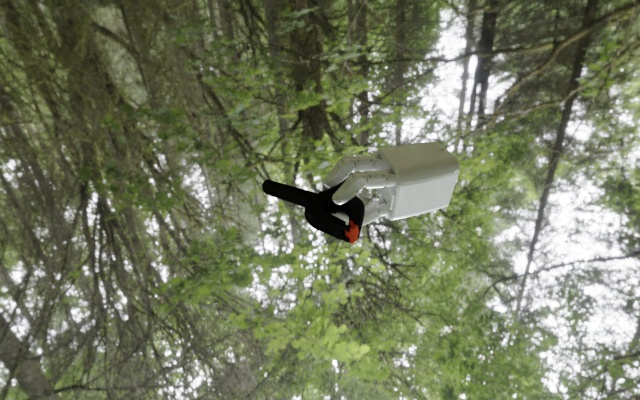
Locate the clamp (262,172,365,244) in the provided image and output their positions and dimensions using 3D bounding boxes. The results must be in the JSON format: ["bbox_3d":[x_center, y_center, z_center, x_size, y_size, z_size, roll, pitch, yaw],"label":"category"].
[{"bbox_3d":[0.001,0.003,0.764,0.164,0.036,0.210,-11,32,-11],"label":"clamp"}]
